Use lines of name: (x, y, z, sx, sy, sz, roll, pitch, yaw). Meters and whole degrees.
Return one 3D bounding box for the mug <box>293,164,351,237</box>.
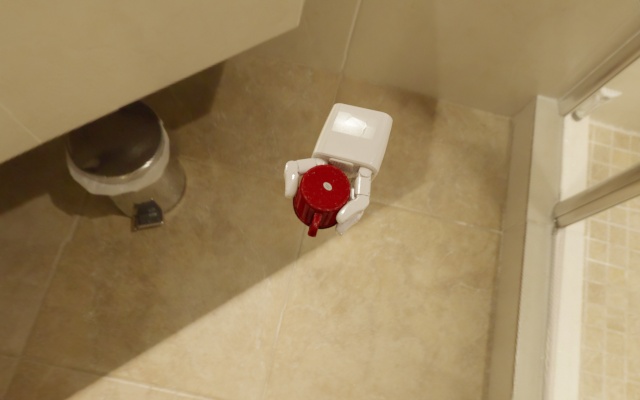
mug: (0.000, 0.004, 0.777, 0.093, 0.117, 0.081, 18, -20, -1)
